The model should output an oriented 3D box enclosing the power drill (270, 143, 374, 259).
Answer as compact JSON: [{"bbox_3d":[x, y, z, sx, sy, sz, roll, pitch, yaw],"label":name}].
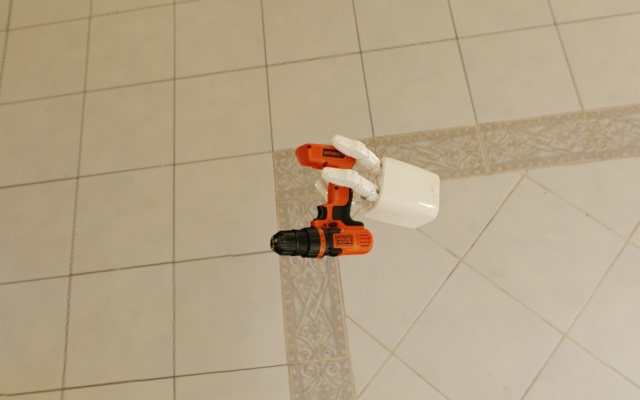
[{"bbox_3d":[0.000,0.002,0.796,0.184,0.187,0.057,2,-9,-30],"label":"power drill"}]
